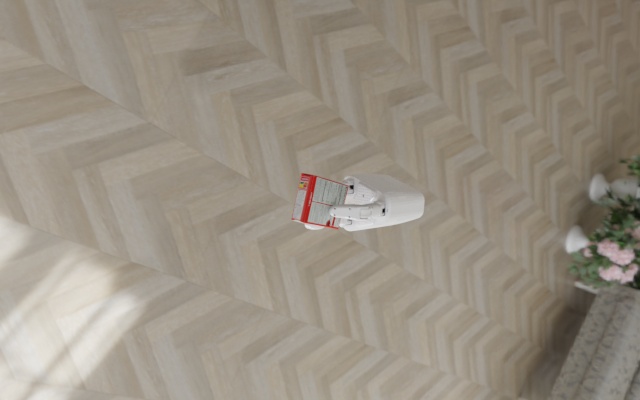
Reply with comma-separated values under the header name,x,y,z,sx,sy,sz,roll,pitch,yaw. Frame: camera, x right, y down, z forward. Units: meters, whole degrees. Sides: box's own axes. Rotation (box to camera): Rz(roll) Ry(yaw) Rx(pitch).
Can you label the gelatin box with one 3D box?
name,x,y,z,sx,sy,sz,roll,pitch,yaw
gelatin box,0.000,0.002,0.739,0.030,0.073,0.089,12,-1,41
